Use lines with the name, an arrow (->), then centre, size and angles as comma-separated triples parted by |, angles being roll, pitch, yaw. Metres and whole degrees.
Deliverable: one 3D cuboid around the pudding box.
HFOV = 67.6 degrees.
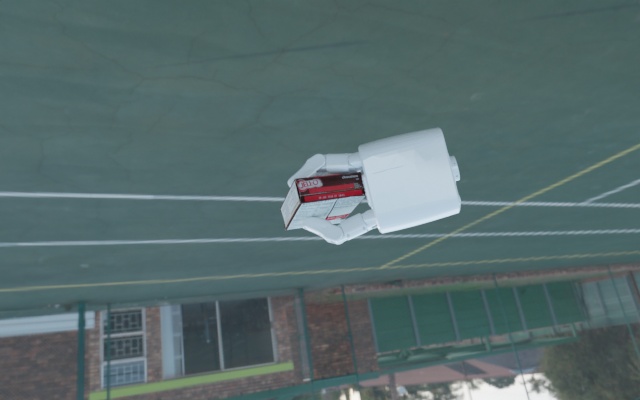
pudding box -> 0.000, 0.002, 0.640 | 0.090, 0.039, 0.113 | -6, -21, -18
